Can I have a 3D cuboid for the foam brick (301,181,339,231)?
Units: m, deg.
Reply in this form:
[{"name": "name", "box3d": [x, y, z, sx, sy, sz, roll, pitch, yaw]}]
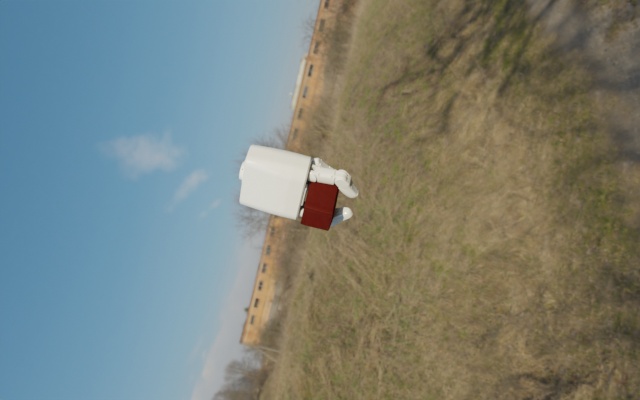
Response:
[{"name": "foam brick", "box3d": [0.000, 0.003, 0.811, 0.051, 0.078, 0.053, 14, -36, -2]}]
